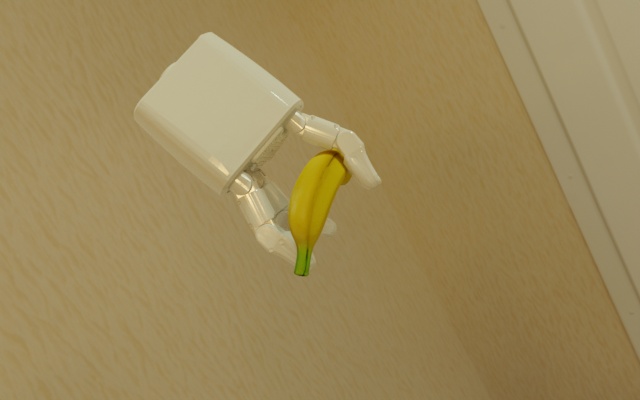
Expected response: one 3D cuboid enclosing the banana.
[{"bbox_3d":[0.003,-0.013,0.450,0.037,0.070,0.197,17,30,8],"label":"banana"}]
